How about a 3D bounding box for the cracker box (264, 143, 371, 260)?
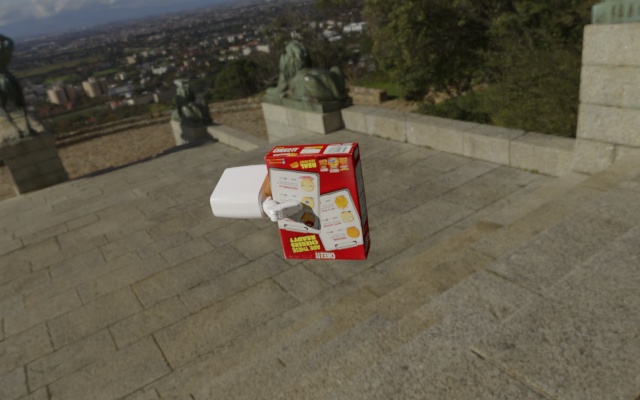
[{"bbox_3d":[0.000,0.003,0.889,0.164,0.214,0.072,-1,26,18],"label":"cracker box"}]
